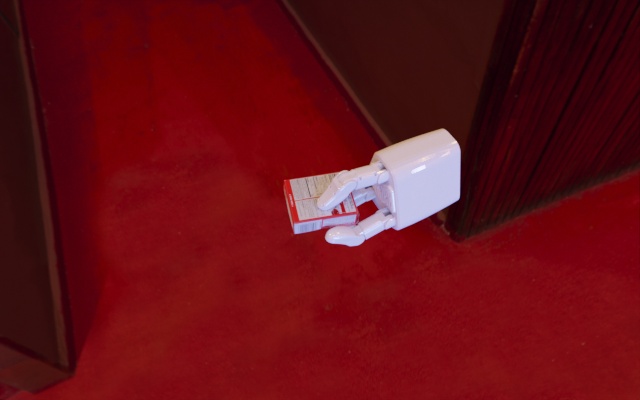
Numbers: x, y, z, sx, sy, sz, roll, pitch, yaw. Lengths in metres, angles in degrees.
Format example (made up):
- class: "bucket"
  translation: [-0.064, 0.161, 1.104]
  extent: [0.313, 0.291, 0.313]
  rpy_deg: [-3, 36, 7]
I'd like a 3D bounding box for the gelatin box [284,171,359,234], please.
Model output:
- class: "gelatin box"
  translation: [0.000, 0.002, 0.642]
  extent: [0.089, 0.073, 0.030]
  rpy_deg: [-9, -35, -10]
